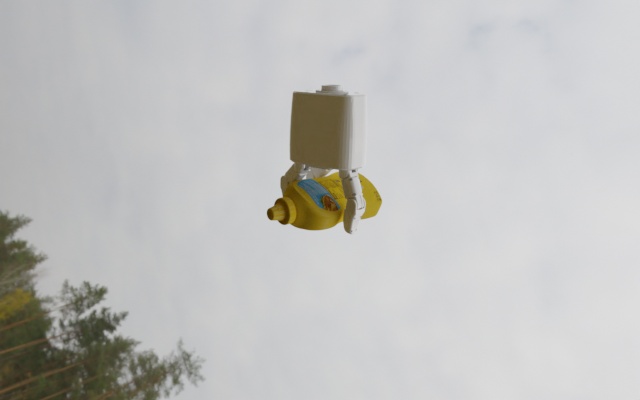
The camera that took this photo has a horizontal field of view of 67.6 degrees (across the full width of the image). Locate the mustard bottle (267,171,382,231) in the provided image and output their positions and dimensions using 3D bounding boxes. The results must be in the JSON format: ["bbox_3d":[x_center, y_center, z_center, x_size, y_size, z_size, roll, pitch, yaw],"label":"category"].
[{"bbox_3d":[0.000,0.003,0.741,0.191,0.058,0.096,-13,47,-39],"label":"mustard bottle"}]
